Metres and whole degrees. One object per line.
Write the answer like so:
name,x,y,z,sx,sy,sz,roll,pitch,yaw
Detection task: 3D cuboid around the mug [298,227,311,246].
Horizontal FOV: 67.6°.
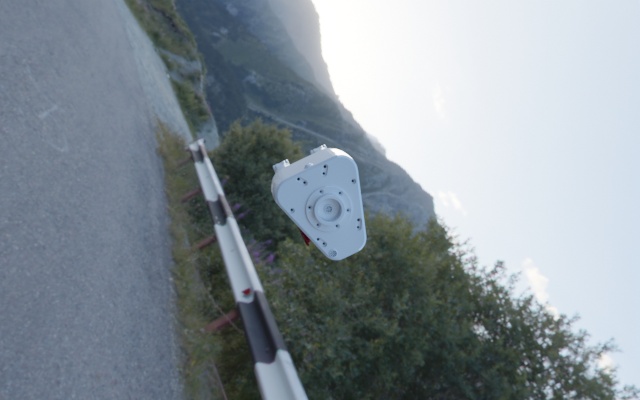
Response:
mug,0.000,0.002,0.667,0.081,0.093,0.117,-23,12,-1
